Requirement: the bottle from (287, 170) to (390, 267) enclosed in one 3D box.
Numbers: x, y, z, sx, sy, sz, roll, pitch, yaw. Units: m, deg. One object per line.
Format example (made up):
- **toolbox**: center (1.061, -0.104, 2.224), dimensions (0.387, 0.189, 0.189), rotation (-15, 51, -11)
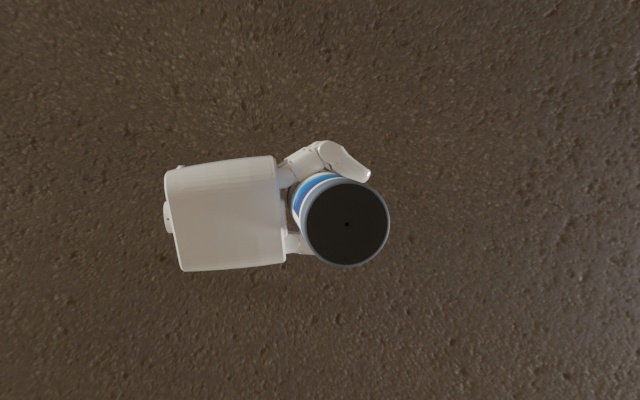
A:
- **bottle**: center (0.000, 0.002, 0.502), dimensions (0.069, 0.069, 0.295), rotation (0, 6, -8)
